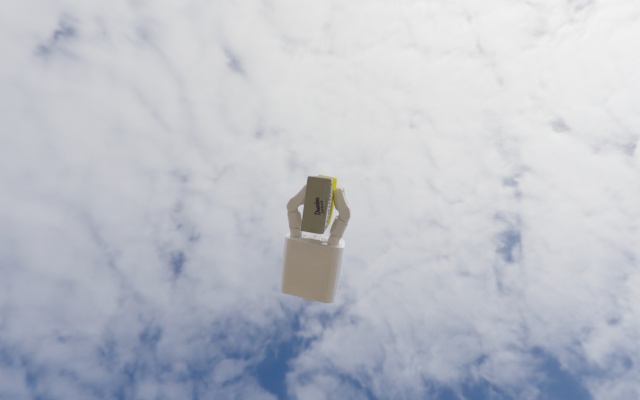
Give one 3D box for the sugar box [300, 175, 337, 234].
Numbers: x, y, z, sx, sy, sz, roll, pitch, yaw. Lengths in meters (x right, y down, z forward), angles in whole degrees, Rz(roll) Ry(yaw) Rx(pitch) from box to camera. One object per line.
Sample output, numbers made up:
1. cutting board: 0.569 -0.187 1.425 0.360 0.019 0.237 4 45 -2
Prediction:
1. sugar box: 0.001 0.003 0.849 0.048 0.093 0.176 8 5 2
